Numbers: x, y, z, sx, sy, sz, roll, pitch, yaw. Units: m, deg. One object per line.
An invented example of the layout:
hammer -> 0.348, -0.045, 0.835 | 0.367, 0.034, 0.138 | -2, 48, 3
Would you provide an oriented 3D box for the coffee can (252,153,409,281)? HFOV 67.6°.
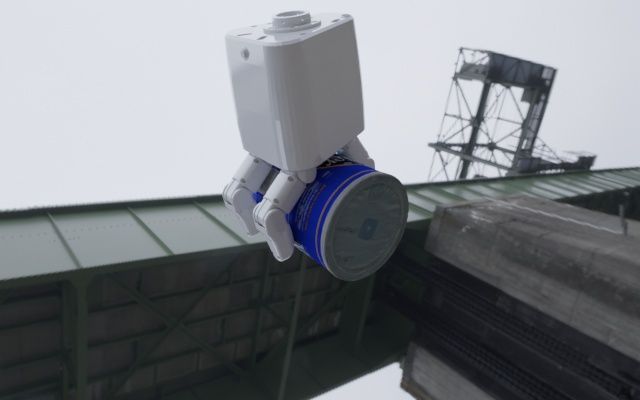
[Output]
coffee can -> 0.000, 0.002, 0.470 | 0.103, 0.103, 0.140 | 0, 20, -42
